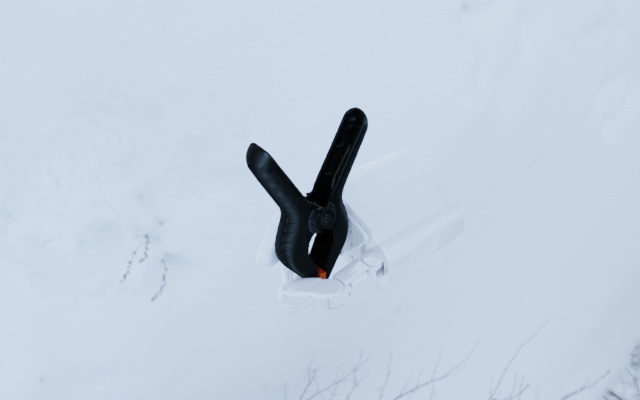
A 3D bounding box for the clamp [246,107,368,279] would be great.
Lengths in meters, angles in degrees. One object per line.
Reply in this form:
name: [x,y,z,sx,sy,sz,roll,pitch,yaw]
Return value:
clamp: [0.000,0.002,0.426,0.120,0.172,0.039,-28,44,-24]
